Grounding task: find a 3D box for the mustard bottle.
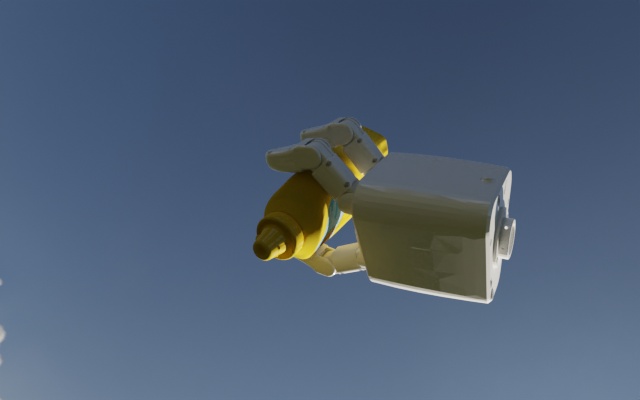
[{"bbox_3d":[0.000,0.001,0.454,0.058,0.096,0.191,30,37,15],"label":"mustard bottle"}]
